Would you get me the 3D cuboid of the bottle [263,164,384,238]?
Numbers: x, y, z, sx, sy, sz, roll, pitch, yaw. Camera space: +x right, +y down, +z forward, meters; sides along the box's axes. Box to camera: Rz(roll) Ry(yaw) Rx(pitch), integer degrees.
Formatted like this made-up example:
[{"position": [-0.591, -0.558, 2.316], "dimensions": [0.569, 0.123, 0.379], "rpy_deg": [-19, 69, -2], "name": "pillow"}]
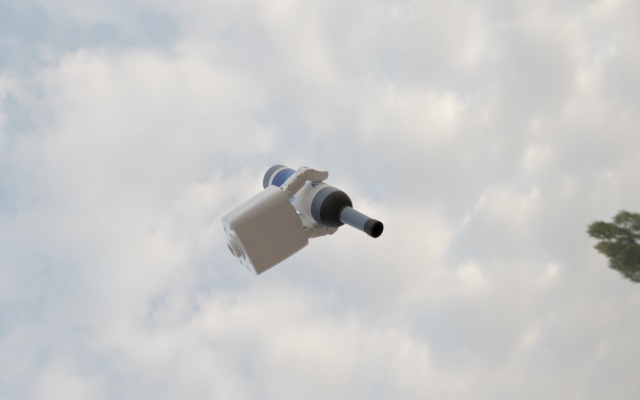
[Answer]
[{"position": [0.000, 0.003, 0.825], "dimensions": [0.069, 0.069, 0.295], "rpy_deg": [0, 16, -37], "name": "bottle"}]
